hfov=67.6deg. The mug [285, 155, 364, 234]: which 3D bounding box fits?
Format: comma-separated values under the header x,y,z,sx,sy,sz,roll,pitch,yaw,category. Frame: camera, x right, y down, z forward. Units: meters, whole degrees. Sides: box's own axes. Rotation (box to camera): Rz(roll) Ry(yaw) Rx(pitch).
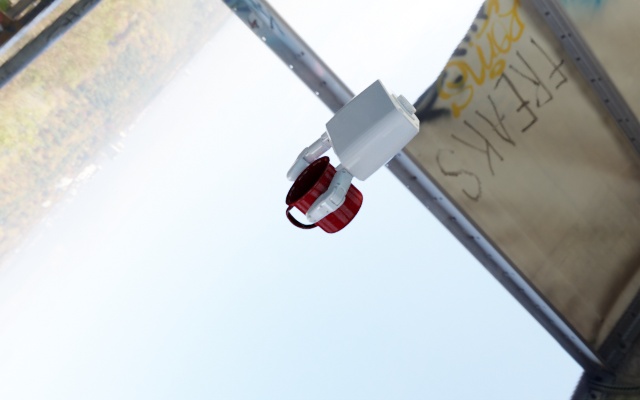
x,y,z,sx,sy,sz,roll,pitch,yaw,category
-0.001,0.003,0.704,0.117,0.081,0.093,-41,21,22,mug
